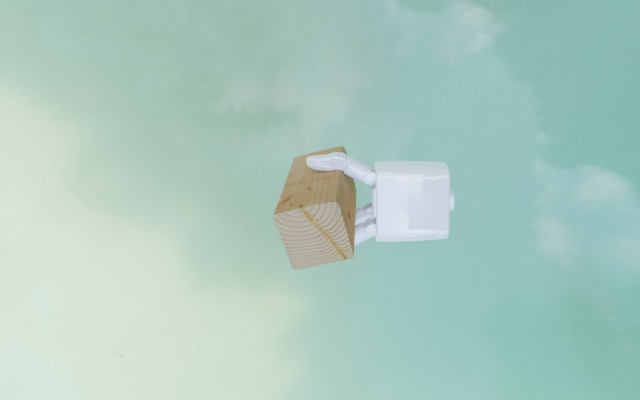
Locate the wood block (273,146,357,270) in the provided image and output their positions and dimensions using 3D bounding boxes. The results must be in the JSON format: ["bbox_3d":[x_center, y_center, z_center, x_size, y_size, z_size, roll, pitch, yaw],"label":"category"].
[{"bbox_3d":[0.000,0.002,0.717,0.090,0.091,0.206,-12,24,11],"label":"wood block"}]
